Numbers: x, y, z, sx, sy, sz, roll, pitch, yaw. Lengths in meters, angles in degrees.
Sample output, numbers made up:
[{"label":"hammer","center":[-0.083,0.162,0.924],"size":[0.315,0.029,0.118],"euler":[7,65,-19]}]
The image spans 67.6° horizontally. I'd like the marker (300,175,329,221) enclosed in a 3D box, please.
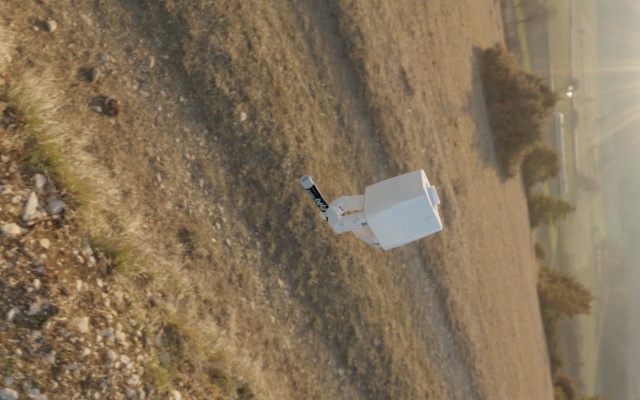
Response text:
[{"label":"marker","center":[0.000,0.003,0.842],"size":[0.020,0.020,0.121],"euler":[0,-41,36]}]
